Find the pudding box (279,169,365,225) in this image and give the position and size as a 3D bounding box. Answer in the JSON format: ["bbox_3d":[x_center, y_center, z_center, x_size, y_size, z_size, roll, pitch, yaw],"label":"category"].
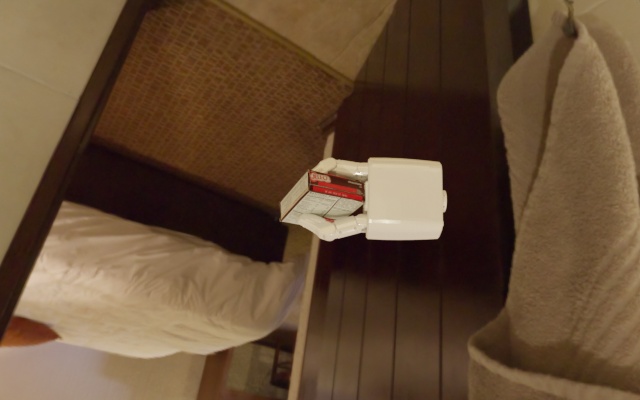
[{"bbox_3d":[0.000,0.002,0.701,0.090,0.039,0.113,13,-32,-22],"label":"pudding box"}]
